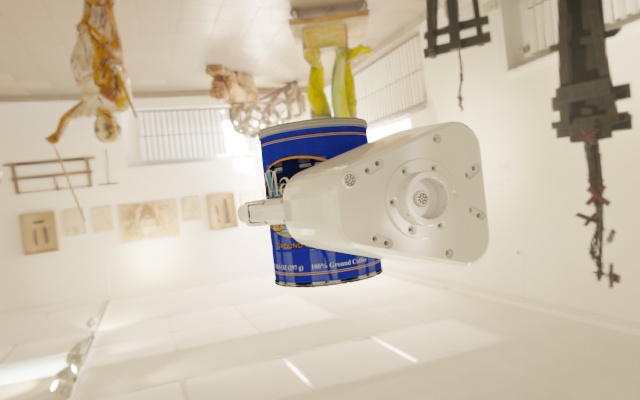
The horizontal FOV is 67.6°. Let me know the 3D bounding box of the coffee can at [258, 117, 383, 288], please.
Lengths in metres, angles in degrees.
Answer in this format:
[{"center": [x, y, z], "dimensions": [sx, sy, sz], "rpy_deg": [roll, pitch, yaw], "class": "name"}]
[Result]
[{"center": [0.000, 0.001, 0.447], "dimensions": [0.103, 0.140, 0.103], "rpy_deg": [-6, 1, 0], "class": "coffee can"}]
